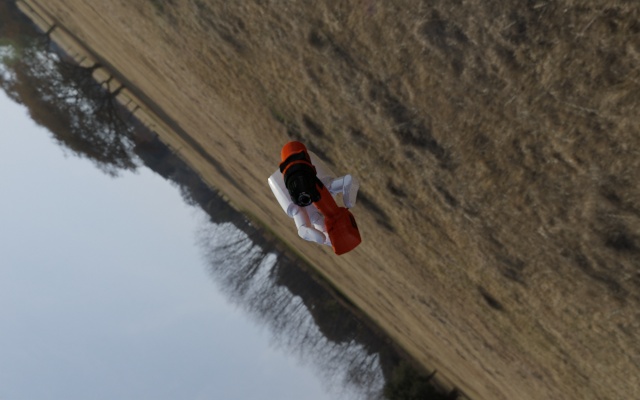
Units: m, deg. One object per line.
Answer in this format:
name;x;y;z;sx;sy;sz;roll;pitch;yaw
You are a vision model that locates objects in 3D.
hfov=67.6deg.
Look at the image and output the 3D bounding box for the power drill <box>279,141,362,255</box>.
power drill;0.000;0.003;0.800;0.057;0.188;0.184;-29;30;9
